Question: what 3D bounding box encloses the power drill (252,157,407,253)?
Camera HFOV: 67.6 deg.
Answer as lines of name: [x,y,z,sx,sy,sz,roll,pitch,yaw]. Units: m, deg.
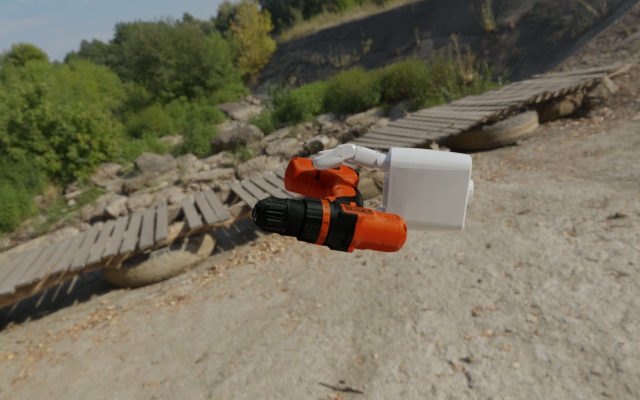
power drill: [0.000,0.002,0.613,0.184,0.057,0.187,11,22,-16]
